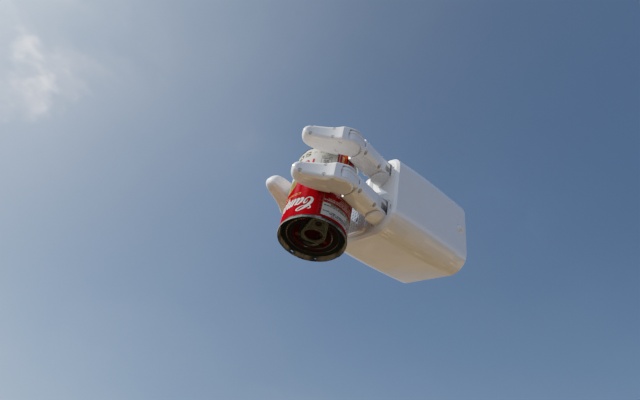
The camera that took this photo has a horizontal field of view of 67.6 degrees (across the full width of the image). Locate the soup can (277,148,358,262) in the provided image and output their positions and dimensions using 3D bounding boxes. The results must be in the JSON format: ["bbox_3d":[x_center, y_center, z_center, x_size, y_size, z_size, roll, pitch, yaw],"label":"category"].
[{"bbox_3d":[0.000,0.001,0.488,0.068,0.102,0.069,7,-42,7],"label":"soup can"}]
